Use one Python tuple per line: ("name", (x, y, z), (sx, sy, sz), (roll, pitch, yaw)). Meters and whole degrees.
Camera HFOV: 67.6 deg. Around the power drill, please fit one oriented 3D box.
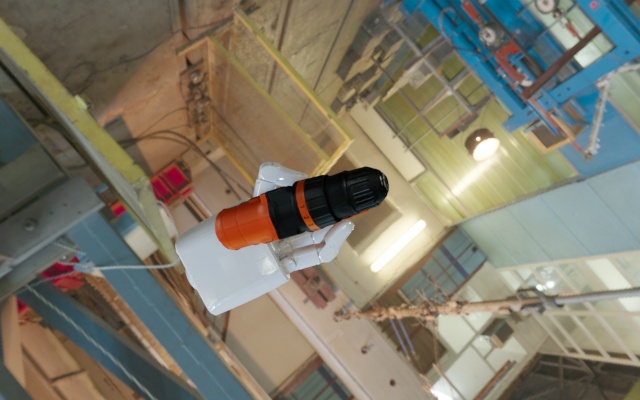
("power drill", (0.000, 0.002, 0.534), (0.184, 0.057, 0.187), (-15, -2, 19))
